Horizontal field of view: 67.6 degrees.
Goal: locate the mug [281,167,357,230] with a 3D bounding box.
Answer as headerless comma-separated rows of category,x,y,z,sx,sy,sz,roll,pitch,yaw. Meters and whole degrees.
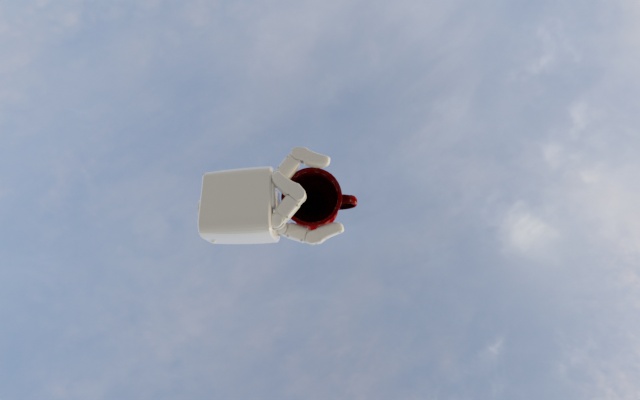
mug,0.002,0.002,0.764,0.117,0.093,0.081,-2,-14,2
